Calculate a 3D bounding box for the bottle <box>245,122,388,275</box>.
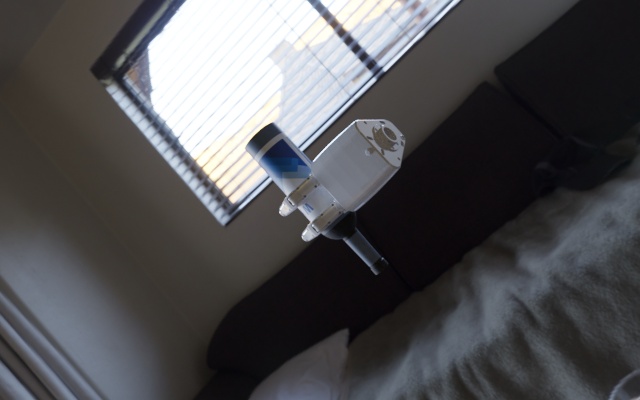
[{"bbox_3d":[0.000,0.002,0.774,0.069,0.295,0.069,-42,-2,-2],"label":"bottle"}]
